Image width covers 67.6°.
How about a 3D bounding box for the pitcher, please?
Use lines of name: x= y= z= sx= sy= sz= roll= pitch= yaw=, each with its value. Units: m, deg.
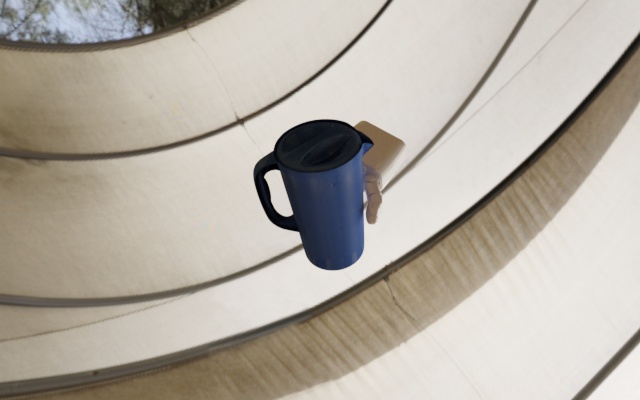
pitcher: x=0.000 y=0.002 z=0.777 sx=0.149 sy=0.243 sz=0.145 roll=18 pitch=48 yaw=28
